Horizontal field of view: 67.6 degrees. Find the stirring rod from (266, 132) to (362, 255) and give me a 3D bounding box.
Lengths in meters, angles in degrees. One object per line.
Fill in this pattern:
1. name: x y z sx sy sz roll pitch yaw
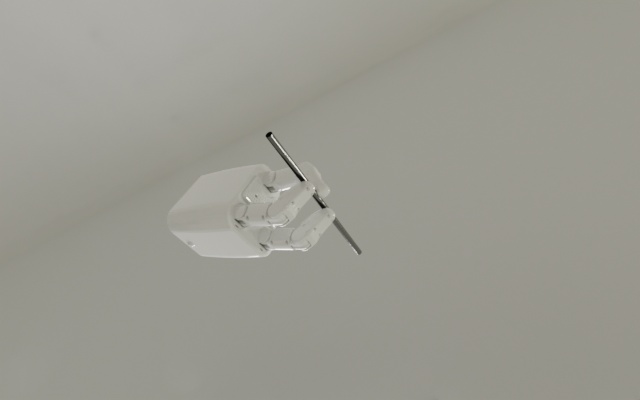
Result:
1. stirring rod: 0.000 0.002 0.570 0.011 0.011 0.240 0 -35 32
